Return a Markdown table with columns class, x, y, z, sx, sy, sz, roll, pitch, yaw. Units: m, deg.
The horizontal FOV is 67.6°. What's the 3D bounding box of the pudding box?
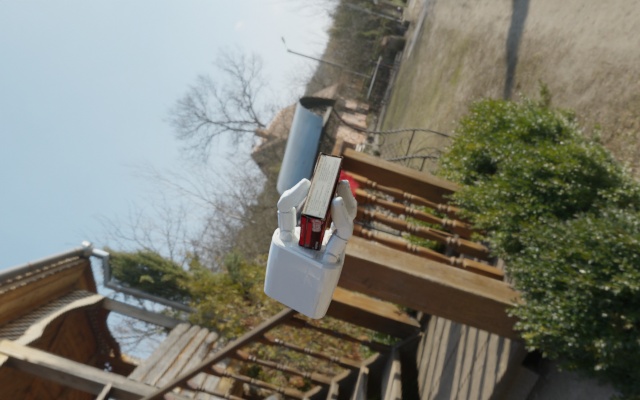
| class | x | y | z | sx | sy | sz | roll | pitch | yaw |
| --- | --- | --- | --- | --- | --- | --- | --- | --- | --- |
| pudding box | 0.000 | 0.002 | 0.684 | 0.039 | 0.113 | 0.090 | 13 | -33 | 2 |
